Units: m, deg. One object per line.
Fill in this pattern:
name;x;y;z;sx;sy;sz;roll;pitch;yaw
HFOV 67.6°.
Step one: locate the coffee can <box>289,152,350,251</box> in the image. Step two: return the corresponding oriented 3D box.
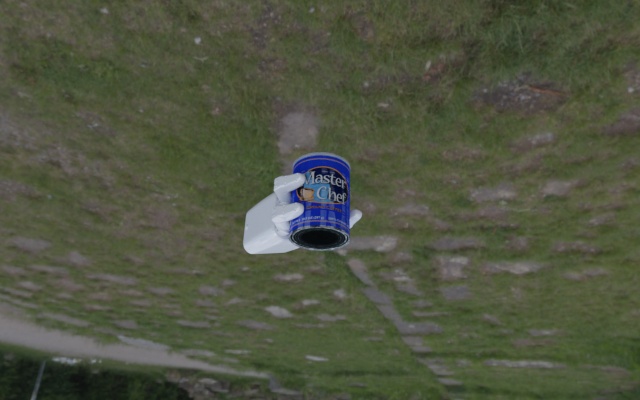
coffee can;0.000;0.002;0.819;0.103;0.140;0.103;1;-27;1
